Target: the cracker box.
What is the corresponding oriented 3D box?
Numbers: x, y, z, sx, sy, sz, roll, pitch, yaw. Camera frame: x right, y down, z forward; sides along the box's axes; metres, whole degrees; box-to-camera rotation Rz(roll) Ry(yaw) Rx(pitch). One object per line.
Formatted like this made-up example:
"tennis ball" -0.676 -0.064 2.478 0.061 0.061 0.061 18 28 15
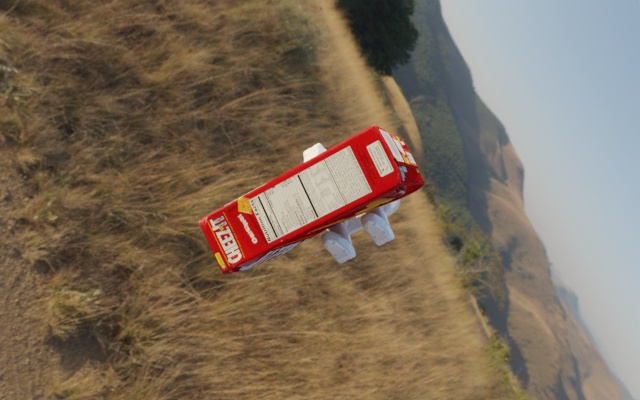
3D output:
"cracker box" 0.000 0.002 0.539 0.214 0.072 0.164 -28 -7 17
